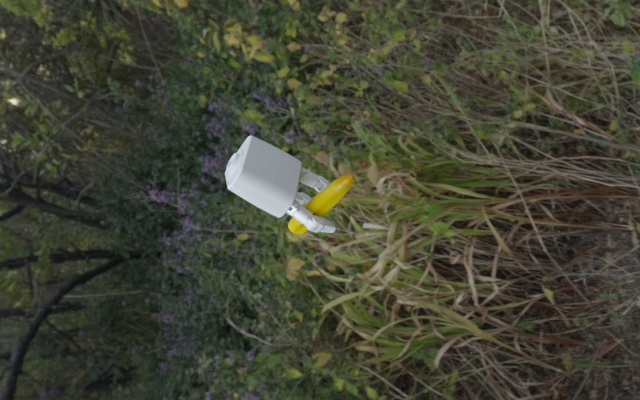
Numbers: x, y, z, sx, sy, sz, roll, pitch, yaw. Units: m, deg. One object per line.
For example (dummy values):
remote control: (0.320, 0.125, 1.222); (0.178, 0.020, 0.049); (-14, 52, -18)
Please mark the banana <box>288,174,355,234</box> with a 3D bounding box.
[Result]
banana: (-0.010, 0.015, 0.864); (0.198, 0.037, 0.069); (-42, 6, 48)
